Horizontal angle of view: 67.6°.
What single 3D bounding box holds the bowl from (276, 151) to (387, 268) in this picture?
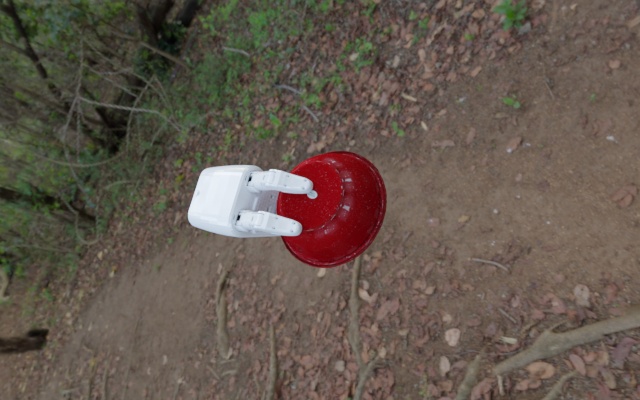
[{"bbox_3d":[0.001,0.002,0.610,0.162,0.162,0.055,0,-17,29],"label":"bowl"}]
